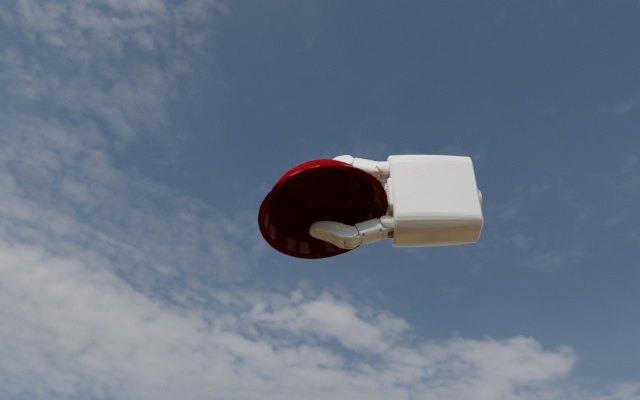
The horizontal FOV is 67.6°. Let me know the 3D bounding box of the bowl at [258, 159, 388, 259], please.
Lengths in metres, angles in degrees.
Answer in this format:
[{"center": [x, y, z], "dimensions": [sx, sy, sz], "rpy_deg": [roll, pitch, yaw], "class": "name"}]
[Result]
[{"center": [-0.001, 0.002, 0.601], "dimensions": [0.162, 0.162, 0.055], "rpy_deg": [0, 43, -14], "class": "bowl"}]
